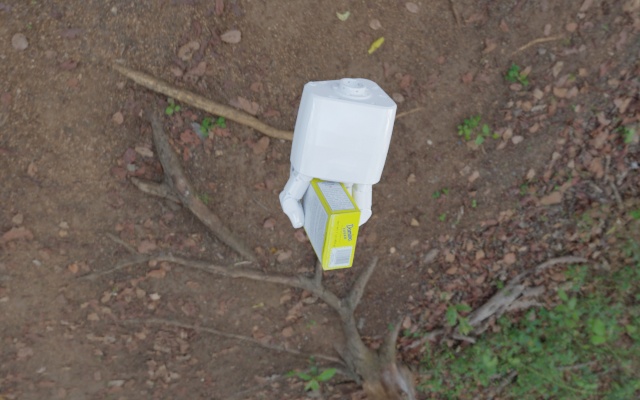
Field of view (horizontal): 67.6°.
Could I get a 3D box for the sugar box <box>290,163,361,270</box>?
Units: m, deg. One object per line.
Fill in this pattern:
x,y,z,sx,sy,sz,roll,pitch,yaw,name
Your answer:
0.001,0.002,0.654,0.048,0.093,0.176,-4,37,-16,sugar box
